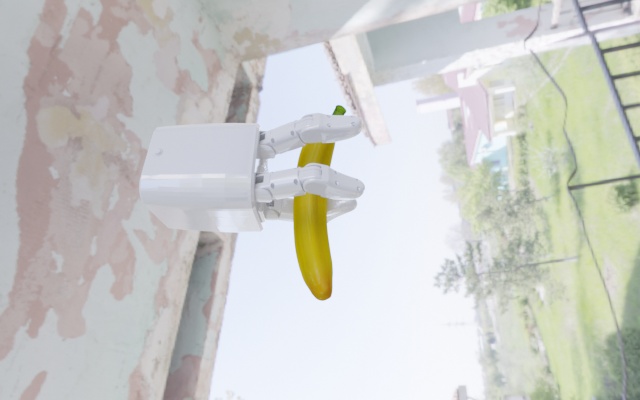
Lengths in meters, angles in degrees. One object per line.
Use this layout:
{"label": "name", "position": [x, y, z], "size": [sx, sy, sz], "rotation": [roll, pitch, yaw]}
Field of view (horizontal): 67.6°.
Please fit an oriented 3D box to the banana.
{"label": "banana", "position": [-0.006, 0.003, 0.484], "size": [0.037, 0.197, 0.070], "rotation": [8, -17, -17]}
